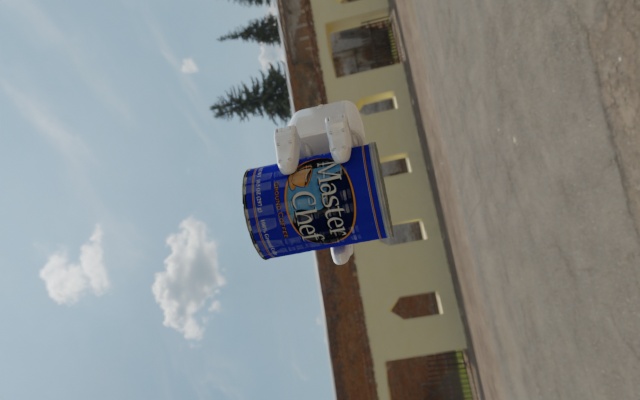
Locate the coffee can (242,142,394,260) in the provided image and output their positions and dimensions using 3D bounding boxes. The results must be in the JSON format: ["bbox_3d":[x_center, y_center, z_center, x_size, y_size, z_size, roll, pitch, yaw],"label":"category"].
[{"bbox_3d":[0.000,0.002,0.512,0.140,0.103,0.103,-11,-2,9],"label":"coffee can"}]
